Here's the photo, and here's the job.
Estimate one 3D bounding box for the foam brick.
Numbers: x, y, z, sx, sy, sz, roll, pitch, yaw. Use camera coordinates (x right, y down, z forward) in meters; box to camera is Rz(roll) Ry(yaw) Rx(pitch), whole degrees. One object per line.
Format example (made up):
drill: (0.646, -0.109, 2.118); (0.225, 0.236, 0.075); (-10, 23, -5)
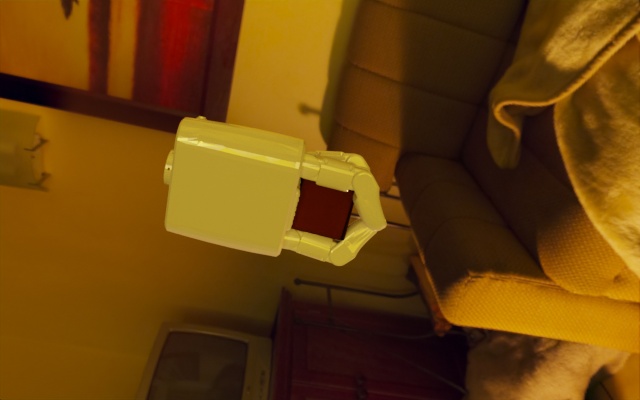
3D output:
foam brick: (0.000, 0.002, 0.469); (0.051, 0.053, 0.078); (14, 6, -7)
